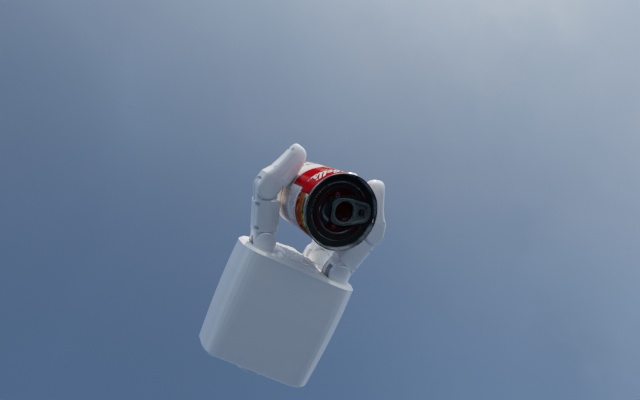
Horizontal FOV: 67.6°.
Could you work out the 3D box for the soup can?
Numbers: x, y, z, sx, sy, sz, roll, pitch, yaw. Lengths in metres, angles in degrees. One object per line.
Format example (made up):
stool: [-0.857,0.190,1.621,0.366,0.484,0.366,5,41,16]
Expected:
soup can: [0.000,0.001,0.449,0.068,0.068,0.102,0,10,-22]
